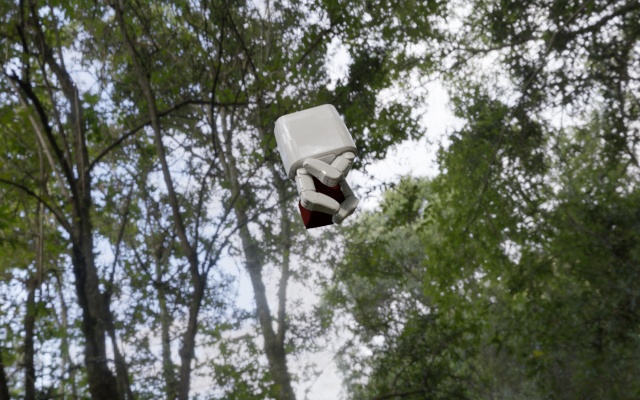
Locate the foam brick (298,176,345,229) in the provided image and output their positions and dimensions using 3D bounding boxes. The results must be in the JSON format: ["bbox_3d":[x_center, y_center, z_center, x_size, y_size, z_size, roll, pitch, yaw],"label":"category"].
[{"bbox_3d":[0.000,0.003,0.790,0.053,0.051,0.078,-8,-34,-22],"label":"foam brick"}]
